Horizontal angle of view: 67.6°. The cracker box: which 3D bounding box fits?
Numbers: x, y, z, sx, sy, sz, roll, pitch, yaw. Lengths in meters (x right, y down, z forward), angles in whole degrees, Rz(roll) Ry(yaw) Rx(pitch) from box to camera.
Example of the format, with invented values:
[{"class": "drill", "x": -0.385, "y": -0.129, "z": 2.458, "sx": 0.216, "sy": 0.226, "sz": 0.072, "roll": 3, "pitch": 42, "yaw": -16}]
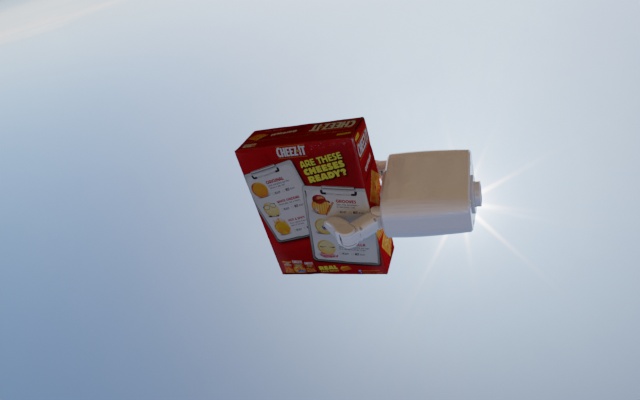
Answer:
[{"class": "cracker box", "x": 0.000, "y": 0.002, "z": 0.655, "sx": 0.164, "sy": 0.214, "sz": 0.072, "roll": -4, "pitch": 32, "yaw": 22}]
